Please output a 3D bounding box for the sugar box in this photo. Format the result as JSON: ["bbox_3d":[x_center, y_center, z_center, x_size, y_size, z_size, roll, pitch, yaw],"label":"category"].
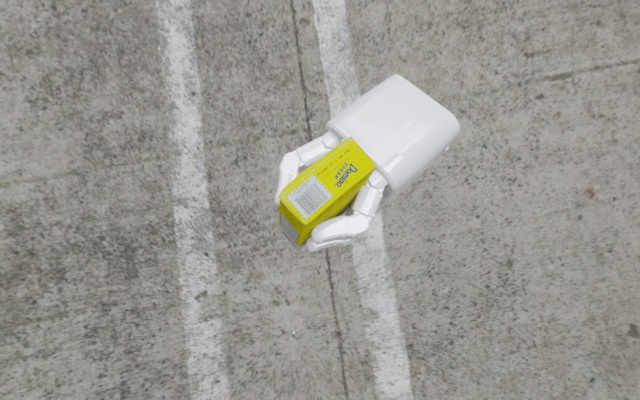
[{"bbox_3d":[0.001,0.002,0.526,0.093,0.048,0.176,-39,-10,-12],"label":"sugar box"}]
